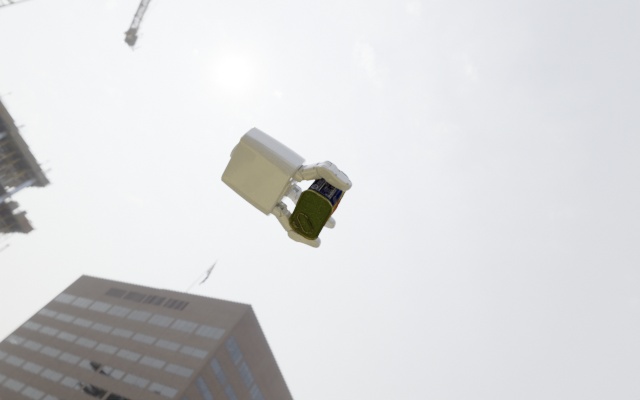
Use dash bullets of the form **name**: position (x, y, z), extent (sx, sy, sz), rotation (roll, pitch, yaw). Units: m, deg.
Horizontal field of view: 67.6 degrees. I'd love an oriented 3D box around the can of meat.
- **can of meat**: position (0.000, 0.002, 0.792), extent (0.057, 0.102, 0.084), rotation (32, 44, 5)
